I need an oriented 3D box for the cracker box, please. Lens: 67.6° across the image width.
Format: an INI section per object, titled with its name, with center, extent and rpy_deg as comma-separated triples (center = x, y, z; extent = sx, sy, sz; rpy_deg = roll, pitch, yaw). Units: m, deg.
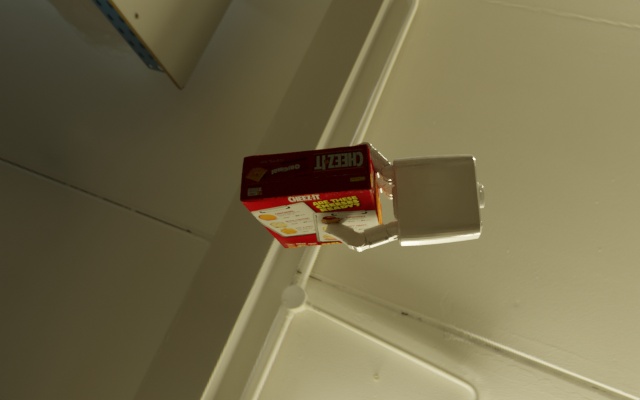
[cracker box]
center = 0.000, 0.002, 0.678
extent = 0.164, 0.072, 0.214
rpy_deg = -5, -23, 10
